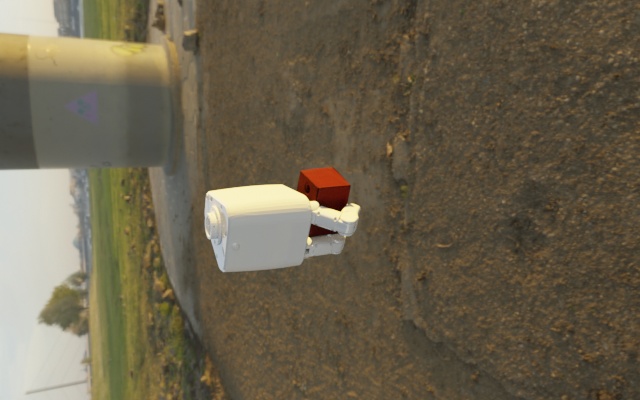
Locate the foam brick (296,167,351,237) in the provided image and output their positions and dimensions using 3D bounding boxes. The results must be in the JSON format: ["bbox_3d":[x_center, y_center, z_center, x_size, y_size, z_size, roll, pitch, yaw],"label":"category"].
[{"bbox_3d":[0.000,0.002,0.642,0.051,0.078,0.053,-5,31,-28],"label":"foam brick"}]
